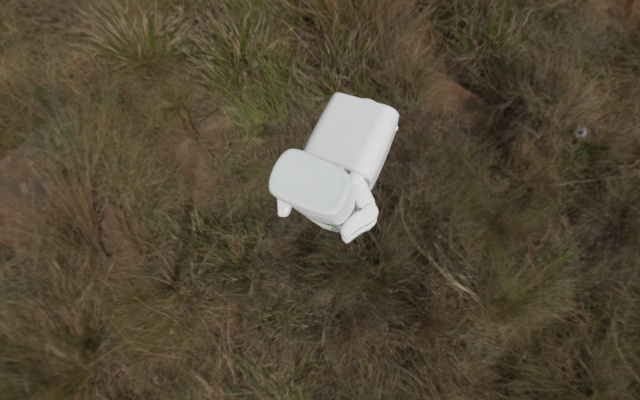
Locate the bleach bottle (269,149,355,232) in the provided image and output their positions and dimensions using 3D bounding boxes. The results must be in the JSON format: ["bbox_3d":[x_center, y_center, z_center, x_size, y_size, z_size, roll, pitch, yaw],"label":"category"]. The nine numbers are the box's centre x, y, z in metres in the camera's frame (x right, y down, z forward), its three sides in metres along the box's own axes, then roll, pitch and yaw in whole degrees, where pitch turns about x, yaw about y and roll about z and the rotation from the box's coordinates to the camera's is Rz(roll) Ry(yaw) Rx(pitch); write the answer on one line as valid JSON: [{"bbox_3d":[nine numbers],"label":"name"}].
[{"bbox_3d":[0.000,0.002,0.692,0.102,0.068,0.251,24,-8,9],"label":"bleach bottle"}]
